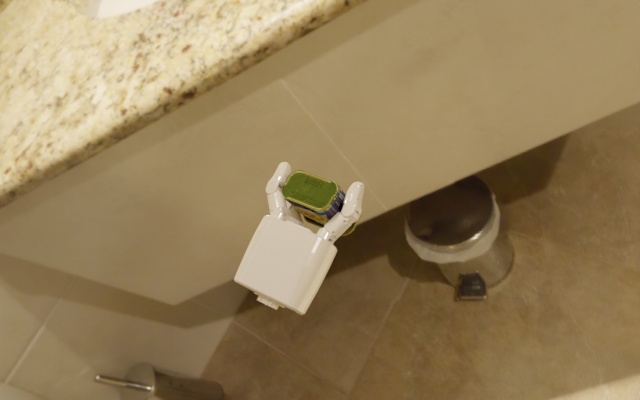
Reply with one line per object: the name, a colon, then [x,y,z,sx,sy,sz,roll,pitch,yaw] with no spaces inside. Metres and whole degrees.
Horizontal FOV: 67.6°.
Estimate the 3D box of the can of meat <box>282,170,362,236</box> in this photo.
can of meat: [0.000,0.002,0.730,0.102,0.057,0.084,20,-15,36]
